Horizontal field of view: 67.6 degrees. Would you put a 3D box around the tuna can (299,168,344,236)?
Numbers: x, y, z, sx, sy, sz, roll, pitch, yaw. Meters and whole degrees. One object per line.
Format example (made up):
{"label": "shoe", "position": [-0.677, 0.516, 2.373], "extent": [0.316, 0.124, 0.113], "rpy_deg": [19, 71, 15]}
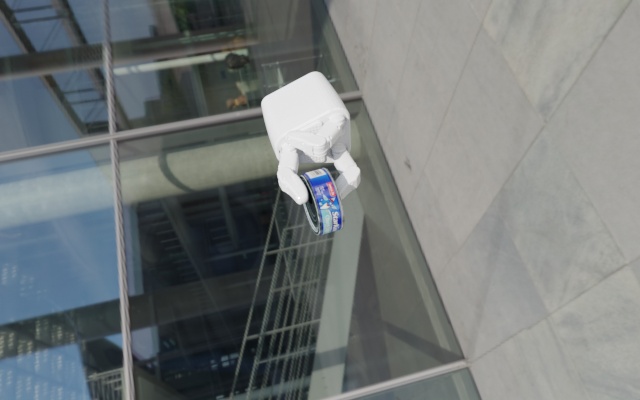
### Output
{"label": "tuna can", "position": [0.000, 0.002, 0.630], "extent": [0.034, 0.086, 0.086], "rpy_deg": [-16, 4, -13]}
